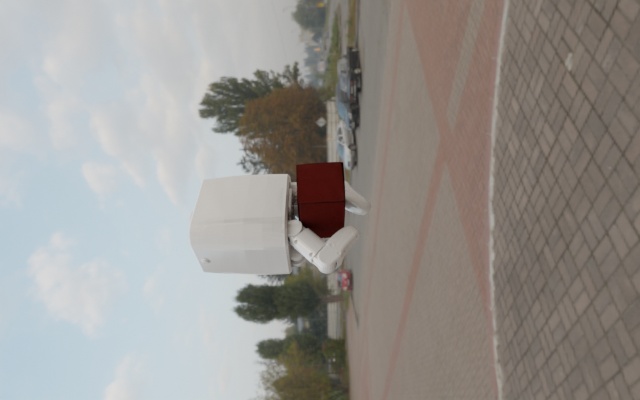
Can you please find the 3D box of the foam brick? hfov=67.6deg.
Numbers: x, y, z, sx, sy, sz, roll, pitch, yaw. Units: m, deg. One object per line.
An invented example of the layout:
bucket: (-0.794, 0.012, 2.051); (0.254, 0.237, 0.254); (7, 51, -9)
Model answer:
foam brick: (0.000, 0.001, 0.528); (0.051, 0.053, 0.078); (-1, -34, -1)
